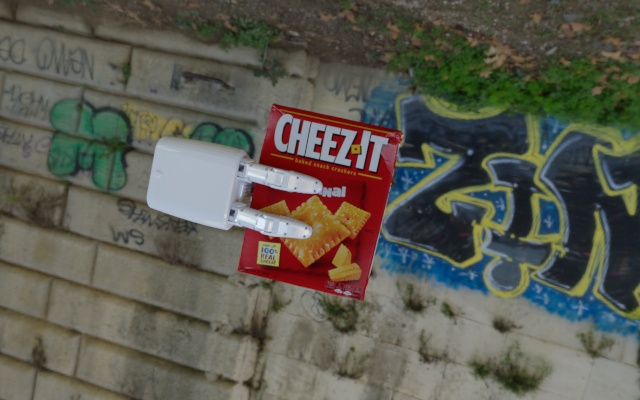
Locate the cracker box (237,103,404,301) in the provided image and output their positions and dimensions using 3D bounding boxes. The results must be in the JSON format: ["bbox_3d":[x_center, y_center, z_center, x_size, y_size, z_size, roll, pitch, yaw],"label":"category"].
[{"bbox_3d":[0.000,0.002,0.599,0.164,0.214,0.072,13,6,7],"label":"cracker box"}]
